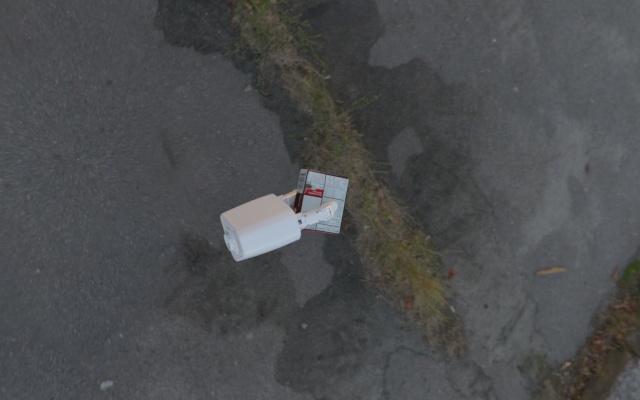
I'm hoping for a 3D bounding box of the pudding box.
[{"bbox_3d":[0.000,0.003,0.893,0.090,0.113,0.039,10,1,-24],"label":"pudding box"}]
